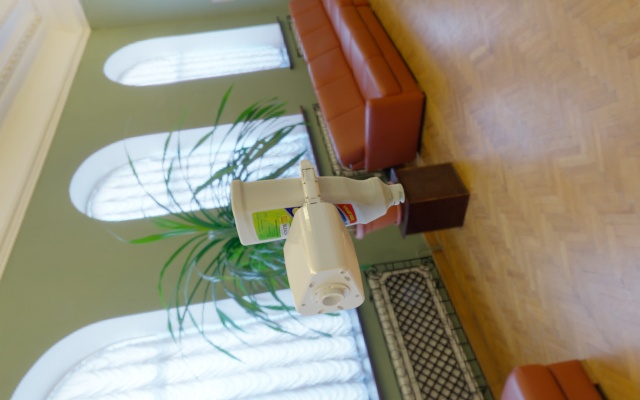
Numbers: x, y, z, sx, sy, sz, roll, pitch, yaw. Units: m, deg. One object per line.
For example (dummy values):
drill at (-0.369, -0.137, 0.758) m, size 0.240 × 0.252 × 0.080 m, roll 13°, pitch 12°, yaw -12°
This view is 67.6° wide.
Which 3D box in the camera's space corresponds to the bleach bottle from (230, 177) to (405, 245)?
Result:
bleach bottle at (0.000, 0.002, 0.709) m, size 0.251 × 0.068 × 0.103 m, roll -9°, pitch -42°, yaw -5°
